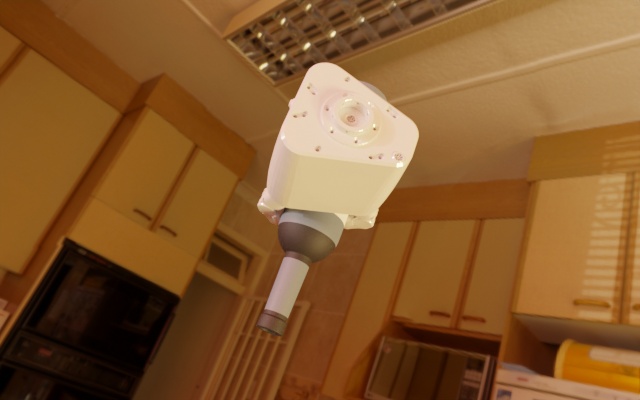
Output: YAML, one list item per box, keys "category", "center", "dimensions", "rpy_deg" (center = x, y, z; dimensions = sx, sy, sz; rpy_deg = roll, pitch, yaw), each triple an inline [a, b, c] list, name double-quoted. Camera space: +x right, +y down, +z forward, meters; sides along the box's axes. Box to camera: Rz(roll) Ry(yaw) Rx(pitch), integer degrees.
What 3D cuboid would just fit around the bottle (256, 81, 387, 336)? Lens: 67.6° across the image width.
- category: "bottle"
  center: [0.000, 0.002, 0.521]
  dimensions: [0.069, 0.295, 0.069]
  rpy_deg: [18, -24, 8]
